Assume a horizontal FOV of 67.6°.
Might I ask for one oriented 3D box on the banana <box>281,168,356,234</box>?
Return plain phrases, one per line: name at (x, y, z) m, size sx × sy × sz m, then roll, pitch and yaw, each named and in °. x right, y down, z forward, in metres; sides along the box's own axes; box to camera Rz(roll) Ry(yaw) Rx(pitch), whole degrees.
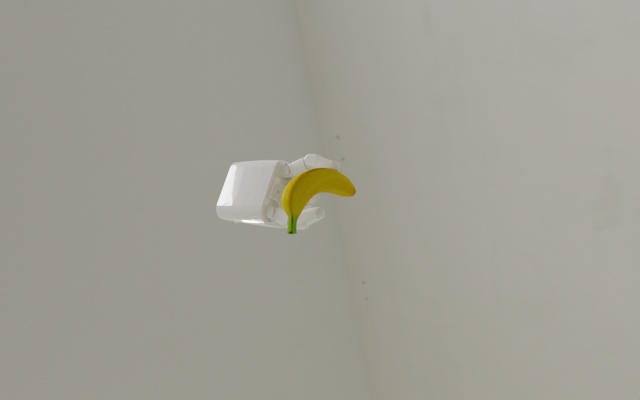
banana at (-0.004, -0.015, 0.705) m, size 0.037 × 0.070 × 0.197 m, roll 2°, pitch 18°, yaw 32°
